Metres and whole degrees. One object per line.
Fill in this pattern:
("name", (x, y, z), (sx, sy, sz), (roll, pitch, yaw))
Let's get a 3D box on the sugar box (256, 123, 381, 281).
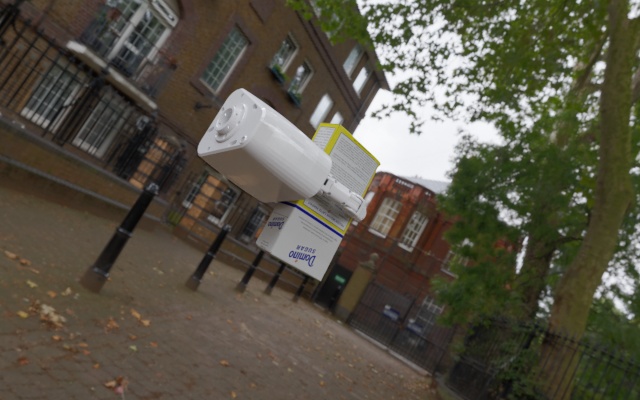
("sugar box", (0.000, 0.002, 0.598), (0.093, 0.176, 0.048), (36, -10, -37))
